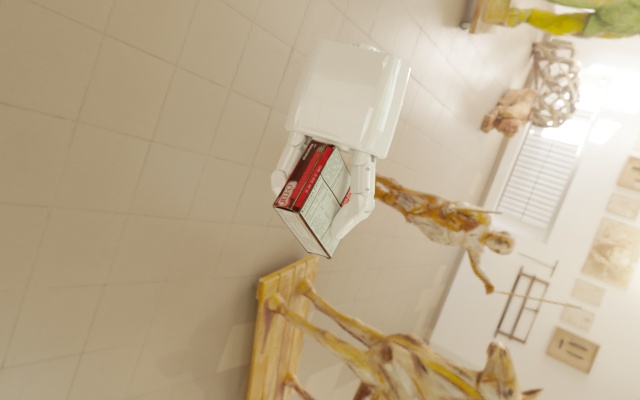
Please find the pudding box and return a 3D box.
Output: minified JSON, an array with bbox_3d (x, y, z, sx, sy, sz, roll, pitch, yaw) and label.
[{"bbox_3d":[0.000,0.002,0.537,0.039,0.090,0.114,16,-25,31],"label":"pudding box"}]
